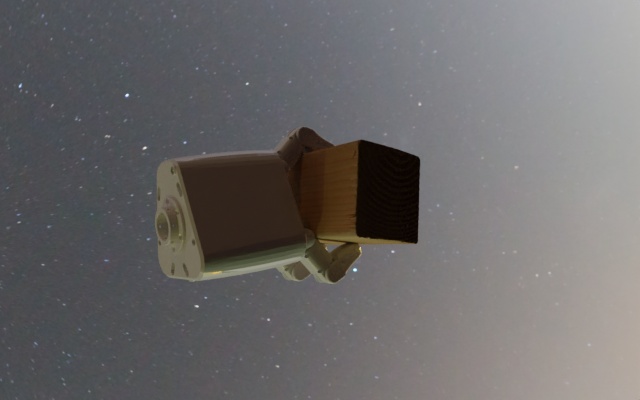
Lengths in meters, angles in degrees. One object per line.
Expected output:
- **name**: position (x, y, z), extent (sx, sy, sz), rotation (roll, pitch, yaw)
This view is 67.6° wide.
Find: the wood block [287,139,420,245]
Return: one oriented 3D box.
- **wood block**: position (0.000, 0.001, 0.526), extent (0.090, 0.091, 0.206), rotation (10, -10, -39)
